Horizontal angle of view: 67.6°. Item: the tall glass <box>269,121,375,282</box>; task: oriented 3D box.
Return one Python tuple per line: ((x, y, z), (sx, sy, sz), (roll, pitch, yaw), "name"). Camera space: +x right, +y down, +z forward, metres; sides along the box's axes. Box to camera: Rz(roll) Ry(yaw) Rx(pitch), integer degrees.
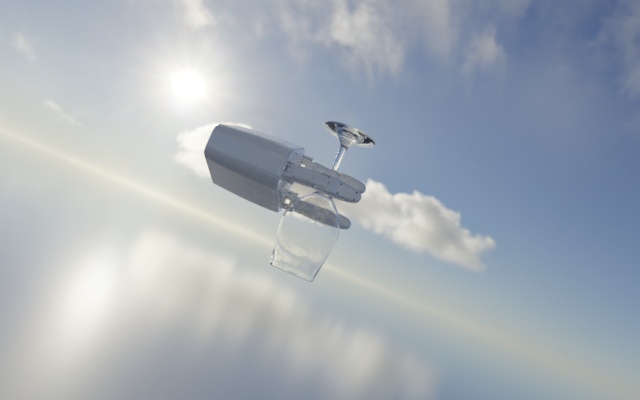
((0.000, 0.001, 0.627), (0.079, 0.201, 0.079), (22, -7, 3), "tall glass")
